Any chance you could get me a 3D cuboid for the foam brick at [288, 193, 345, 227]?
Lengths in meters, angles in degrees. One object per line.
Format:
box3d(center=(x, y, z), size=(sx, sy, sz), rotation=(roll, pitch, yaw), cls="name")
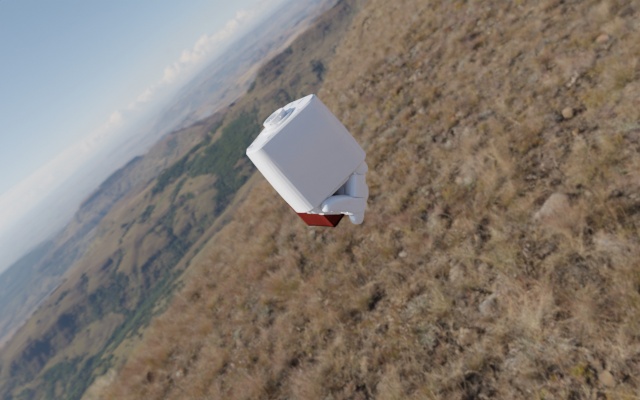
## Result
box3d(center=(0.000, 0.002, 0.688), size=(0.051, 0.053, 0.078), rotation=(46, -23, -21), cls="foam brick")
